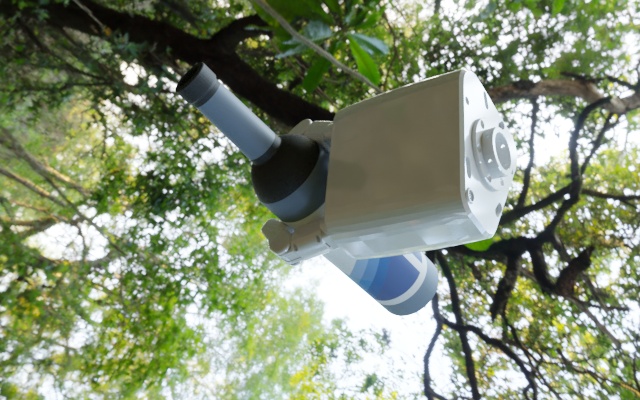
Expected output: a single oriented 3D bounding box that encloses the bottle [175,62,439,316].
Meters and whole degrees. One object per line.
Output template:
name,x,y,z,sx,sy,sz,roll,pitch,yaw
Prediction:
bottle,0.000,0.001,0.403,0.069,0.069,0.296,0,-36,48
